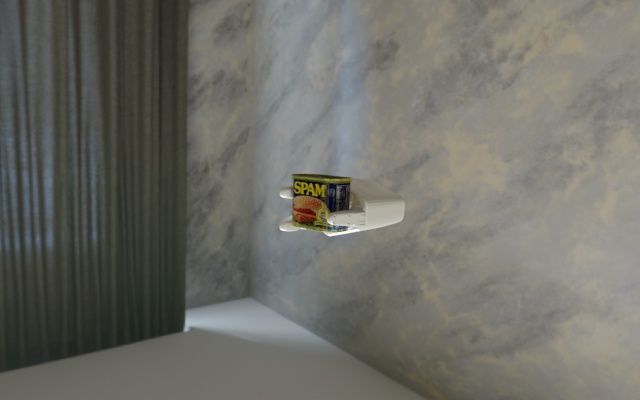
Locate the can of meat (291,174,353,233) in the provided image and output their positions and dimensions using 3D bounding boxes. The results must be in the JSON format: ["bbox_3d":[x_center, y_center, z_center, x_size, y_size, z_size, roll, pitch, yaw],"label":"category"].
[{"bbox_3d":[0.000,0.003,0.758,0.102,0.084,0.057,9,10,43],"label":"can of meat"}]
